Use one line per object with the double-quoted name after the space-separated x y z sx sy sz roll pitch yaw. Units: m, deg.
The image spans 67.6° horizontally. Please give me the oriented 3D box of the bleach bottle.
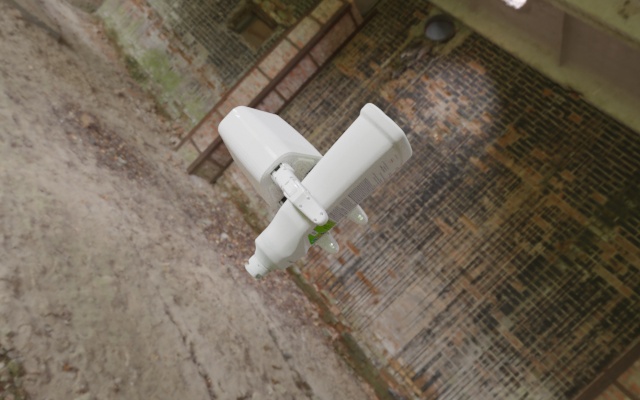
0.000 0.002 0.590 0.068 0.251 0.102 47 5 22 "bleach bottle"
